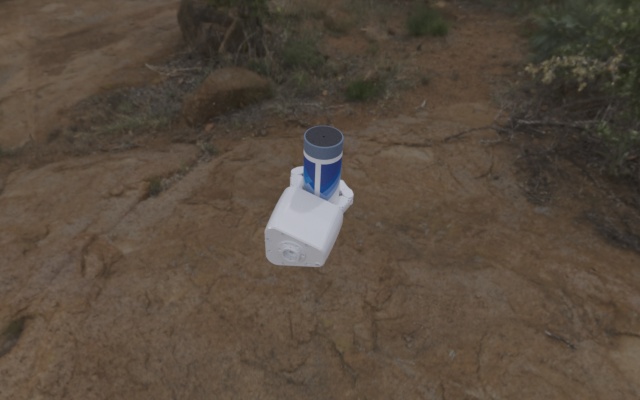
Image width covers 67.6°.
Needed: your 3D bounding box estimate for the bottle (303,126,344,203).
[{"bbox_3d":[0.000,0.003,0.893,0.069,0.296,0.069,2,42,-1],"label":"bottle"}]
